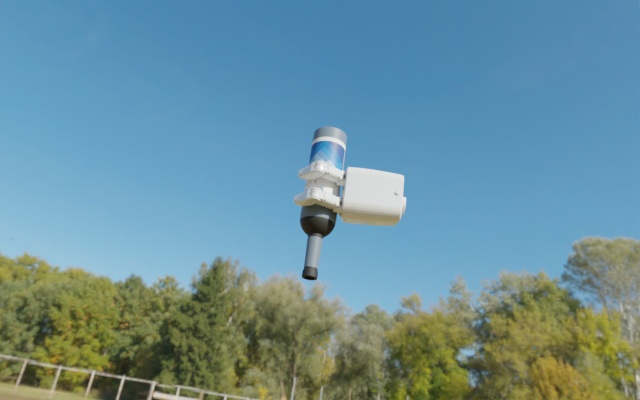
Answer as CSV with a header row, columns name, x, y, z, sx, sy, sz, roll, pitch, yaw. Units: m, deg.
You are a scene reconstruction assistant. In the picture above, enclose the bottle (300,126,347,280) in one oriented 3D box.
name,x,y,z,sx,sy,sz,roll,pitch,yaw
bottle,0.000,0.003,0.888,0.069,0.295,0.069,7,-25,3
